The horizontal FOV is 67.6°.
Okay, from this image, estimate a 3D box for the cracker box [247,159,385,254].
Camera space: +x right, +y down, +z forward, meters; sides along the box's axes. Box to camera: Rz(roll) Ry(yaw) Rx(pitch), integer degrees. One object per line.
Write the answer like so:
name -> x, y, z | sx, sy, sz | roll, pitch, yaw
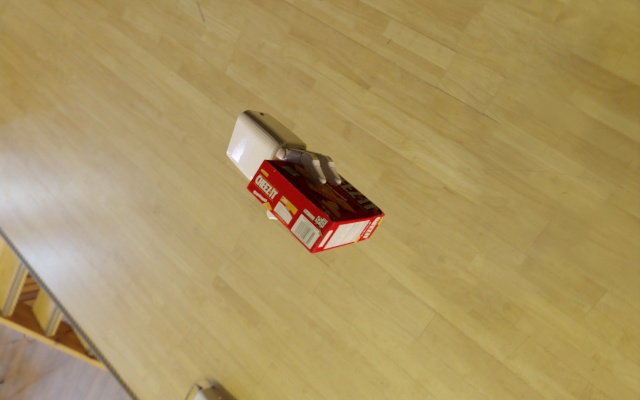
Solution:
cracker box -> 0.000, 0.003, 0.837 | 0.164, 0.072, 0.213 | 43, 22, 21
